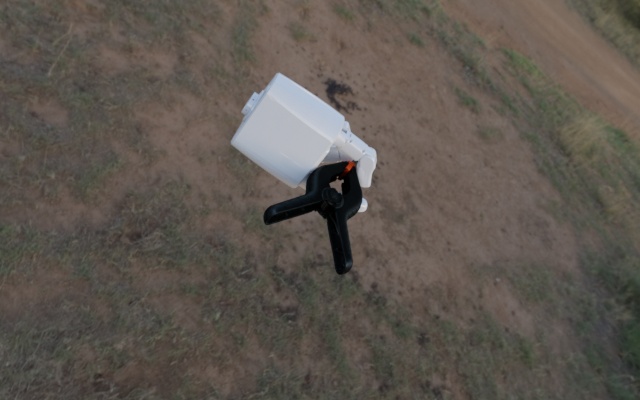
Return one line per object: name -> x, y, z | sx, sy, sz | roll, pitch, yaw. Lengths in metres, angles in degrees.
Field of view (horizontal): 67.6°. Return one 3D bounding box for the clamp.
clamp -> 0.001, 0.002, 0.603 | 0.120, 0.171, 0.039 | 33, -48, -15
